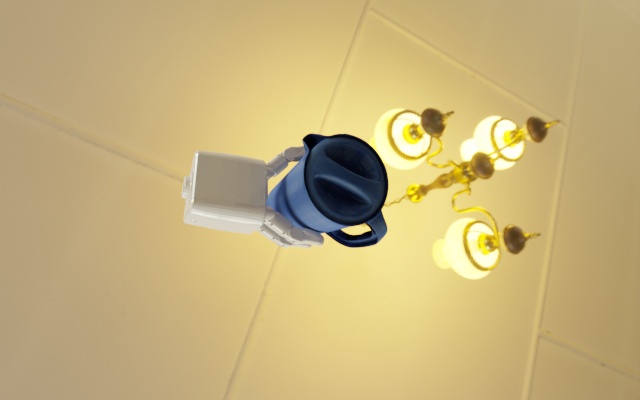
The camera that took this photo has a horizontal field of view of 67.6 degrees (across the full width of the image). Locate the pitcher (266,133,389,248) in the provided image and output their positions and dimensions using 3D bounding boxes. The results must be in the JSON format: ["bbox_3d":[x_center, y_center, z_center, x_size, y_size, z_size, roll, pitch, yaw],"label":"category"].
[{"bbox_3d":[0.000,0.002,0.766,0.145,0.149,0.243,7,-15,-21],"label":"pitcher"}]
